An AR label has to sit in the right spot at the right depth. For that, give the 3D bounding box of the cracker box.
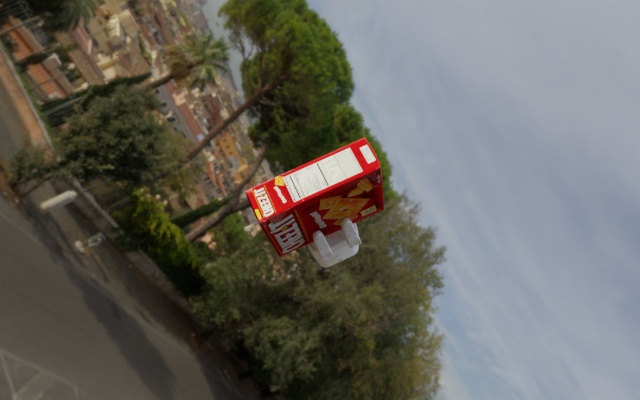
[{"bbox_3d":[0.000,0.002,0.815,0.213,0.072,0.164,-25,-27,-4],"label":"cracker box"}]
